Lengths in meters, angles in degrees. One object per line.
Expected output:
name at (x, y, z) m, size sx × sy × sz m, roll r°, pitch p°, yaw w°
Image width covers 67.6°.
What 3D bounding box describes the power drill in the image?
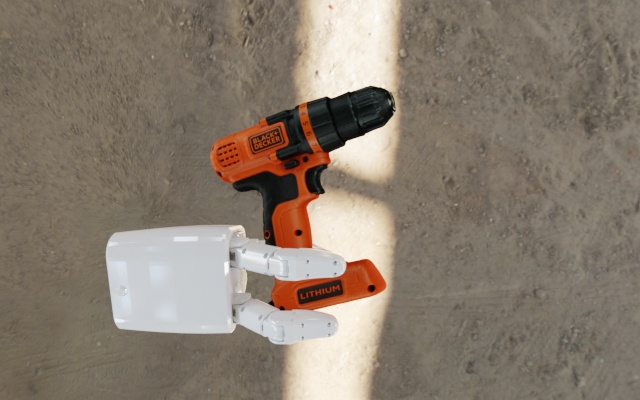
power drill at (0.000, 0.002, 0.445) m, size 0.184 × 0.187 × 0.057 m, roll -18°, pitch -8°, yaw 17°
